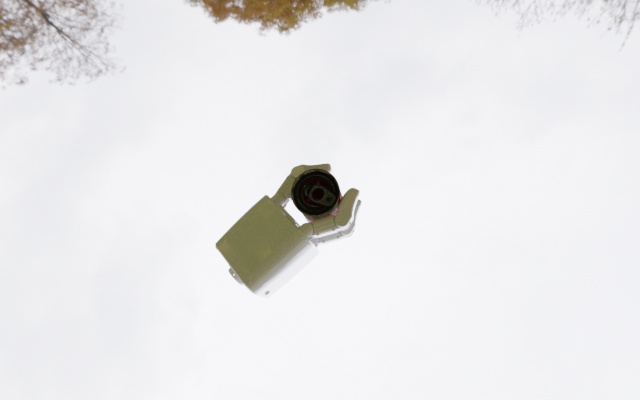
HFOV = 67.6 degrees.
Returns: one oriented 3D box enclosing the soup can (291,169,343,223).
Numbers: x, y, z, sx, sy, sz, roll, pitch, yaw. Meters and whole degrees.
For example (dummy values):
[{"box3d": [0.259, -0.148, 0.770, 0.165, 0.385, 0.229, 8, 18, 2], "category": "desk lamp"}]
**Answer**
[{"box3d": [0.000, 0.002, 0.699, 0.068, 0.068, 0.102, 0, -16, 9], "category": "soup can"}]
